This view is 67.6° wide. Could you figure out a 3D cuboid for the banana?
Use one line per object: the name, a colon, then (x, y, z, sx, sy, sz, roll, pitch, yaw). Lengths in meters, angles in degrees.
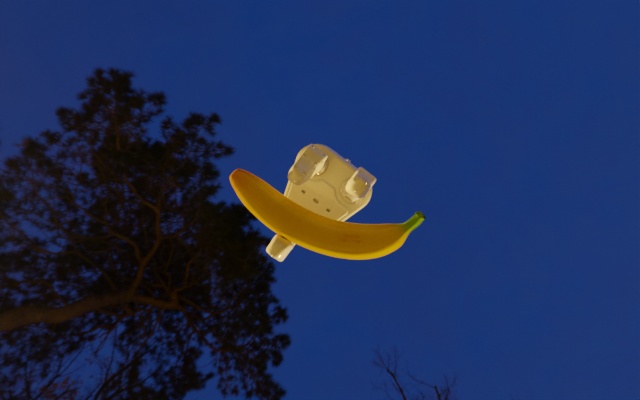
banana: (0.000, 0.020, 0.483, 0.198, 0.070, 0.037, 13, 14, 7)
